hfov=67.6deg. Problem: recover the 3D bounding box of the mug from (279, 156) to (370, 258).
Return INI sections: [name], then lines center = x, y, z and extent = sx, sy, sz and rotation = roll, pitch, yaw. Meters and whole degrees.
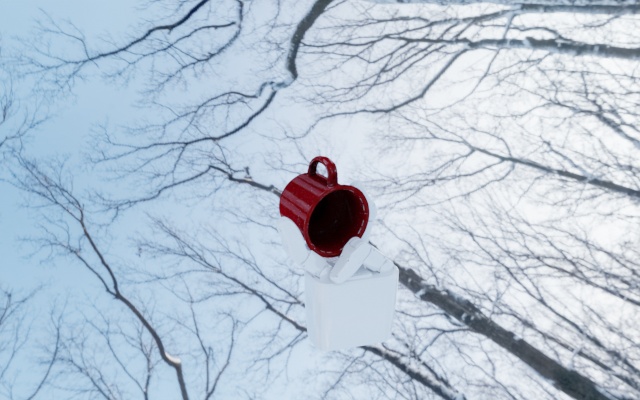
[mug]
center = 0.000, 0.001, 0.592
extent = 0.093, 0.117, 0.081
rotation = -14, 26, -28
